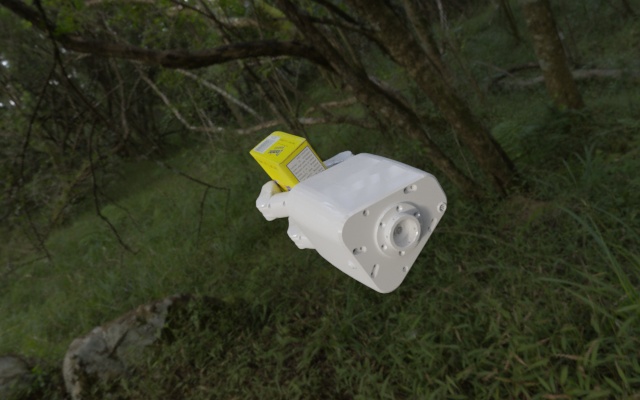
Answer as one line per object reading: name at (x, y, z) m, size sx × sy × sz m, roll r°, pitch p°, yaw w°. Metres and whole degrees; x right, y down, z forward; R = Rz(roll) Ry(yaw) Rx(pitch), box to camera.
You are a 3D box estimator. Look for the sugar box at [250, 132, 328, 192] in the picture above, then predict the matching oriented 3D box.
sugar box at (0.000, 0.002, 0.552) m, size 0.048 × 0.176 × 0.093 m, roll -42°, pitch 27°, yaw -11°
